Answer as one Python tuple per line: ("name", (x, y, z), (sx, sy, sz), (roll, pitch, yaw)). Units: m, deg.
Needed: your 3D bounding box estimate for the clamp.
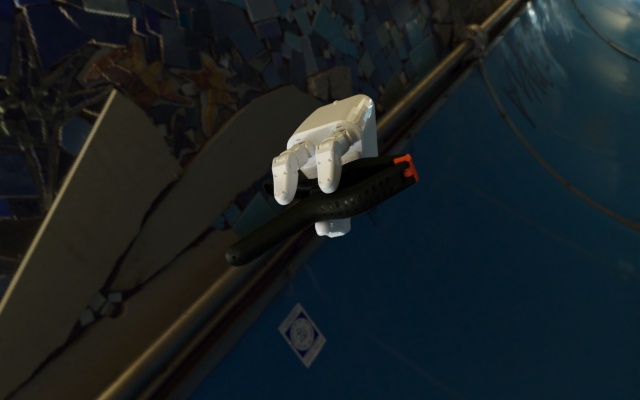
("clamp", (0.001, 0.002, 0.518), (0.210, 0.036, 0.164), (-14, 28, 25))
